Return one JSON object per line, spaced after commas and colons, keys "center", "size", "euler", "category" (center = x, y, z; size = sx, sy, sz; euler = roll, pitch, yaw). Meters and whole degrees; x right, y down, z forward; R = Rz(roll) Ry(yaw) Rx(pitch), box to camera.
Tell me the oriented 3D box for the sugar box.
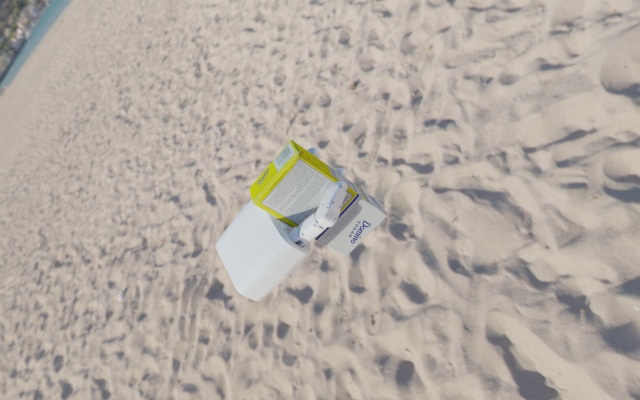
{"center": [0.000, 0.002, 0.660], "size": [0.176, 0.093, 0.048], "euler": [33, 19, -35], "category": "sugar box"}
